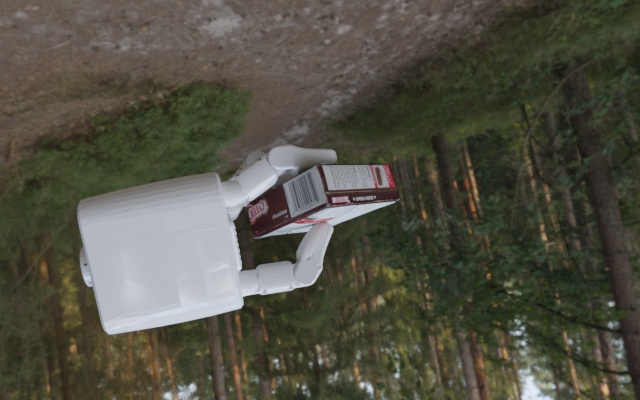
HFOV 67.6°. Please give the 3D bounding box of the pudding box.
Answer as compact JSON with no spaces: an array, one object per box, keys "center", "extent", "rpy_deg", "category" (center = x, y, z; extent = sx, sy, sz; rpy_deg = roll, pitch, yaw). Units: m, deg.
[{"center":[0.000,0.002,0.433],"extent":[0.090,0.039,0.113],"rpy_deg":[-5,-12,-41],"category":"pudding box"}]
